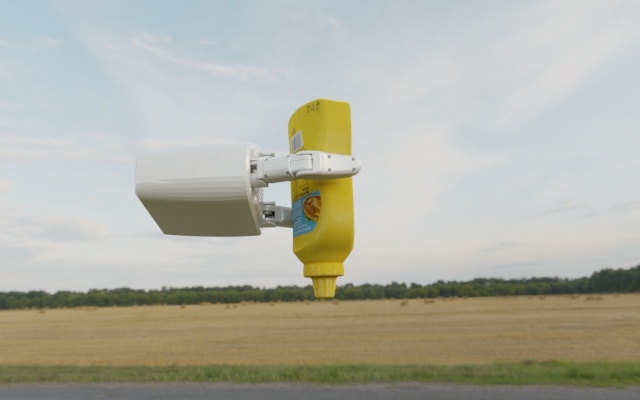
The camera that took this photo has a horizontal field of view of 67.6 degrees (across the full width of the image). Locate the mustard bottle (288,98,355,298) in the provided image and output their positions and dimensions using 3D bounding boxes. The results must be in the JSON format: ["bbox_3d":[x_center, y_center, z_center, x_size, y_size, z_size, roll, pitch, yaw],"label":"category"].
[{"bbox_3d":[0.000,0.001,0.486,0.058,0.191,0.096,4,-13,-24],"label":"mustard bottle"}]
